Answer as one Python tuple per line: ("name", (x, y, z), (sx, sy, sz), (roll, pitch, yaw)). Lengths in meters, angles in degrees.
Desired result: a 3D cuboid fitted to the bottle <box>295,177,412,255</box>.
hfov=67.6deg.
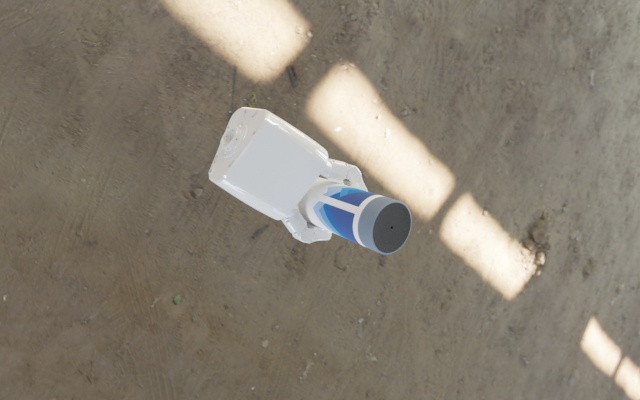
("bottle", (0.000, 0.002, 0.681), (0.069, 0.069, 0.295), (0, 12, -36))
